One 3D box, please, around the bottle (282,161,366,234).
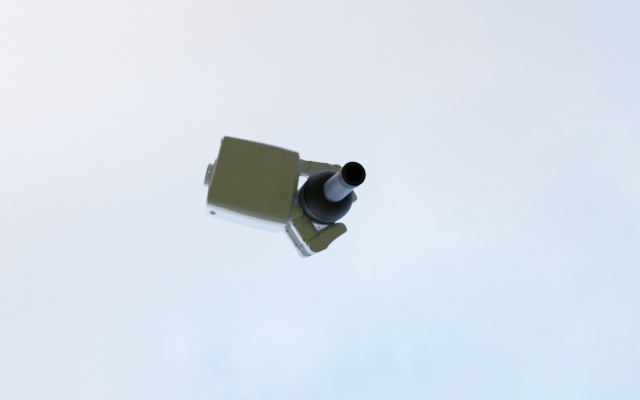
[{"bbox_3d":[0.000,0.002,0.637,0.069,0.069,0.296,0,-12,-14],"label":"bottle"}]
